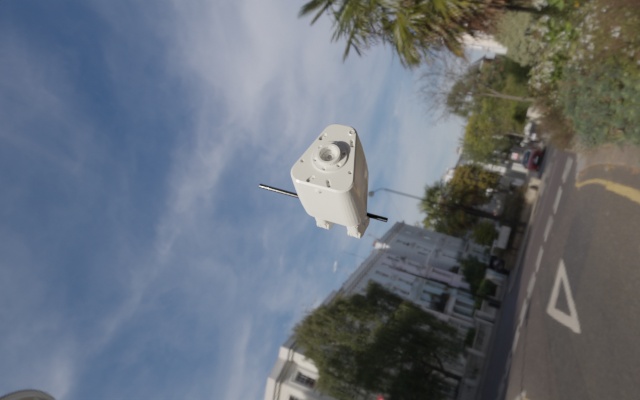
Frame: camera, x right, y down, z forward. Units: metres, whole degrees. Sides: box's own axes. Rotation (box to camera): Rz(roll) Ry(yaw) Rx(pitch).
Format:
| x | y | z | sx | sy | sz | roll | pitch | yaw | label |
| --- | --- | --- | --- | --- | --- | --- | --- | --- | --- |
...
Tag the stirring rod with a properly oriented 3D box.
| x | y | z | sx | sy | sz | roll | pitch | yaw | label |
| --- | --- | --- | --- | --- | --- | --- | --- | --- | --- |
| 0.000 | 0.003 | 0.823 | 0.239 | 0.011 | 0.011 | 15 | 5 | 20 | stirring rod |
